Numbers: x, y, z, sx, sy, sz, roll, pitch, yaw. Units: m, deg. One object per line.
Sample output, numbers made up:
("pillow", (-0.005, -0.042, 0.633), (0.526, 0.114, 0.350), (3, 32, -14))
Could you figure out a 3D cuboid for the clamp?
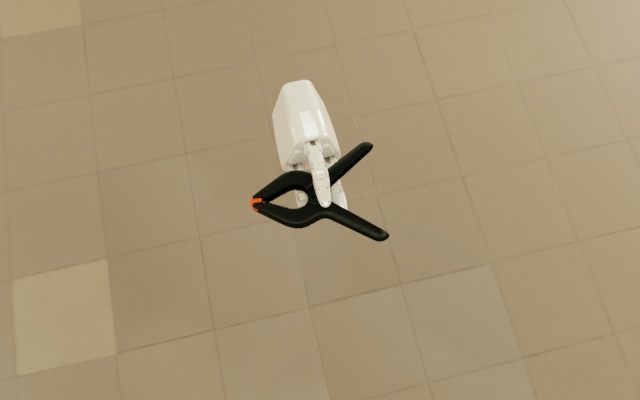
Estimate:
("clamp", (0.000, 0.002, 0.732), (0.210, 0.164, 0.036), (-13, -22, -4))
